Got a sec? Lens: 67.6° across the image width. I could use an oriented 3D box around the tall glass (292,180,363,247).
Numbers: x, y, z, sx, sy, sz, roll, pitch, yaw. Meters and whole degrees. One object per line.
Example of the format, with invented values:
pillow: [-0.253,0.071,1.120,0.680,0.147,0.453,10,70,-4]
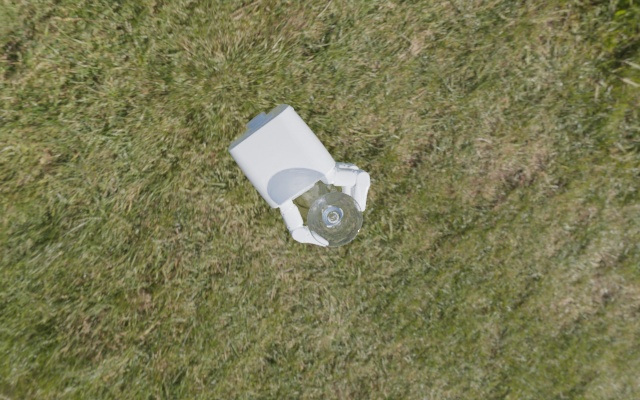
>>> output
tall glass: [0.000,0.003,0.717,0.079,0.079,0.201,0,13,-11]
